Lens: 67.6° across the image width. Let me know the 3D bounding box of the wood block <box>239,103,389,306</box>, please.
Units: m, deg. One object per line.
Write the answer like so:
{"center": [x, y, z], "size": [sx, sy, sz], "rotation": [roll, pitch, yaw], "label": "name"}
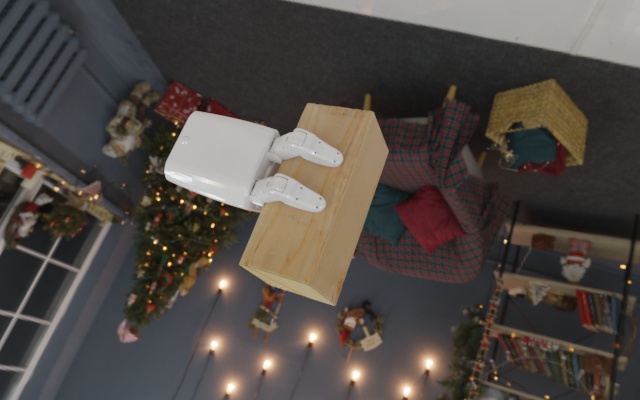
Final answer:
{"center": [0.000, 0.002, 0.553], "size": [0.090, 0.206, 0.091], "rotation": [12, -20, 24], "label": "wood block"}
